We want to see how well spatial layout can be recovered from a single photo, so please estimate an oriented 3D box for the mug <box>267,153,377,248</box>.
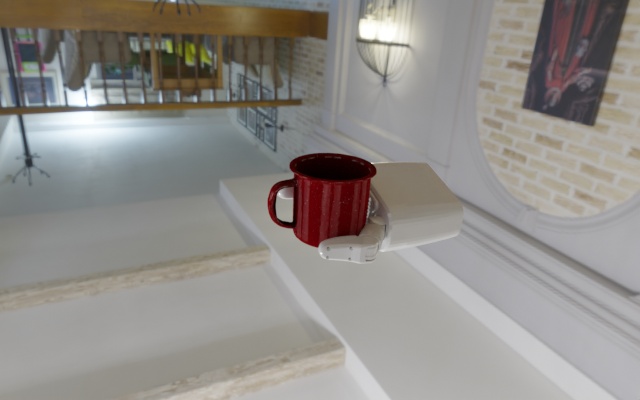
[{"bbox_3d":[-0.001,0.002,0.517,0.117,0.081,0.093,-7,25,-22],"label":"mug"}]
